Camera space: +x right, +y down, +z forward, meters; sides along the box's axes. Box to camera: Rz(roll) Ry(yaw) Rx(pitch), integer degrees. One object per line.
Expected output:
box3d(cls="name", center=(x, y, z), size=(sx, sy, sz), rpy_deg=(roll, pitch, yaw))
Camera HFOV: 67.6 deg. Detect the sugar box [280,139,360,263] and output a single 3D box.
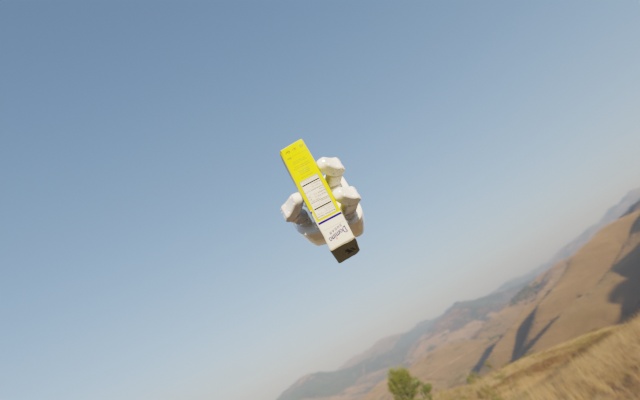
box3d(cls="sugar box", center=(0.001, 0.002, 0.723), size=(0.048, 0.176, 0.093), rpy_deg=(-30, -20, -1))
